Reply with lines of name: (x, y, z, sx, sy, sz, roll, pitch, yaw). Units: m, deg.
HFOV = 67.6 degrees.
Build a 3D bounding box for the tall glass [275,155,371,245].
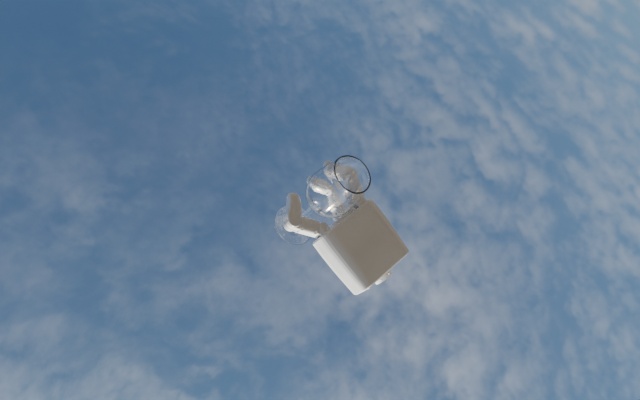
tall glass: (0.000, 0.003, 0.757, 0.079, 0.079, 0.201, 0, -24, -30)
